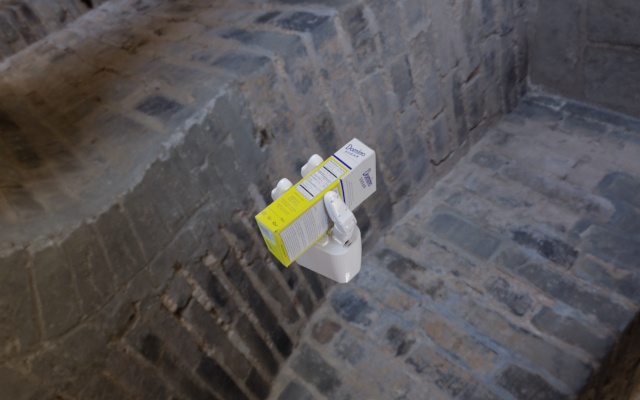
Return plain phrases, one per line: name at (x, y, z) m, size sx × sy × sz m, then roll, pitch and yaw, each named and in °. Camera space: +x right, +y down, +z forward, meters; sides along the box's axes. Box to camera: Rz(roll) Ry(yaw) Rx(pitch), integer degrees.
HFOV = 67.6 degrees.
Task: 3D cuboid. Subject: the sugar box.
sugar box at (0.000, 0.002, 0.647) m, size 0.048 × 0.176 × 0.093 m, roll 38°, pitch -22°, yaw 27°
